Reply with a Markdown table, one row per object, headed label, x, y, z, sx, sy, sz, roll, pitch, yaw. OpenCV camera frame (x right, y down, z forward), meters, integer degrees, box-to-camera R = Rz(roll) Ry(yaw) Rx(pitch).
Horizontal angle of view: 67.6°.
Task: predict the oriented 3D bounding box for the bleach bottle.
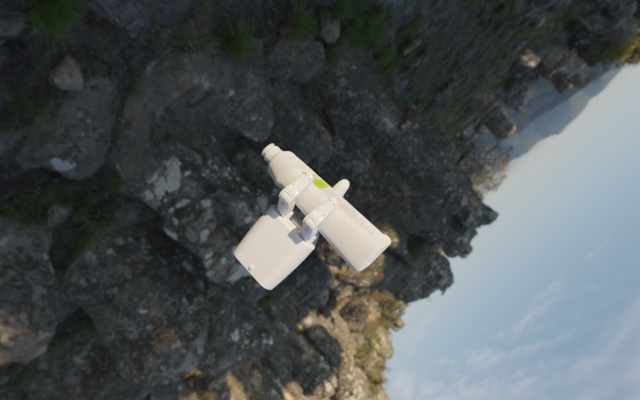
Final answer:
| label | x | y | z | sx | sy | sz | roll | pitch | yaw |
| --- | --- | --- | --- | --- | --- | --- | --- | --- | --- |
| bleach bottle | 0.000 | 0.003 | 0.780 | 0.251 | 0.068 | 0.102 | 46 | 14 | 12 |
